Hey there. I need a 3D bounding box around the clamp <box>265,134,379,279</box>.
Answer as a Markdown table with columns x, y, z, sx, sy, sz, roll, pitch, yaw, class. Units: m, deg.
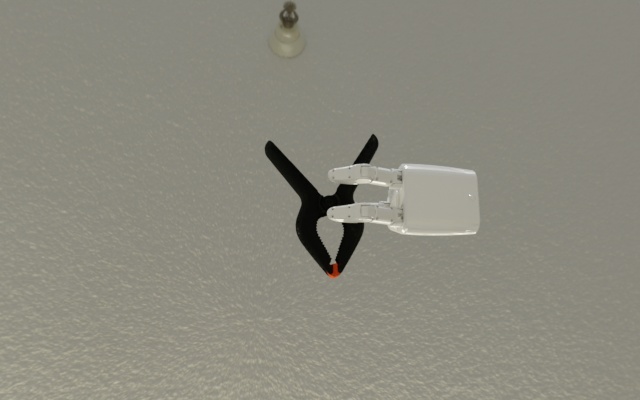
| x | y | z | sx | sy | sz | roll | pitch | yaw | class |
| --- | --- | --- | --- | --- | --- | --- | --- | --- | --- |
| 0.000 | 0.003 | 0.671 | 0.164 | 0.210 | 0.036 | 2 | -15 | -2 | clamp |
